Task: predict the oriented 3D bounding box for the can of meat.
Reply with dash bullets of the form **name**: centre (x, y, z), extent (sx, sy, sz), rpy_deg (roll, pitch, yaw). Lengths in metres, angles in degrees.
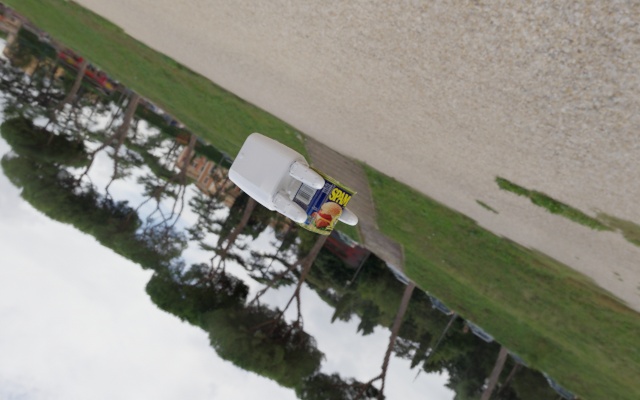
- **can of meat**: centre (0.000, 0.003, 0.739), extent (0.057, 0.084, 0.102), rpy_deg (32, 3, 27)
